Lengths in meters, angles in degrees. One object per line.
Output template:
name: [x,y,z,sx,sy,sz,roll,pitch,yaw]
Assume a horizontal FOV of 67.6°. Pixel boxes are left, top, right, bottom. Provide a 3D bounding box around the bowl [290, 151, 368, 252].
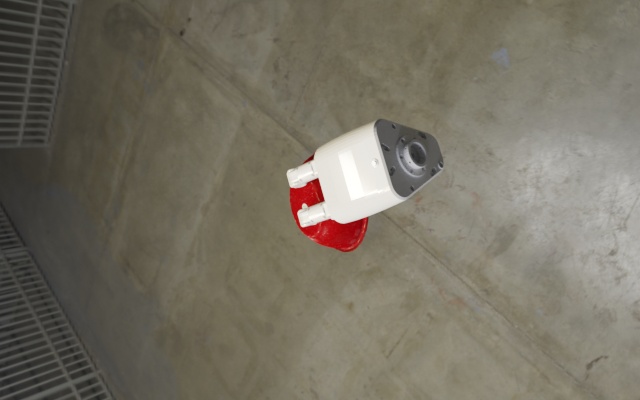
bowl: [-0.001,0.003,0.692,0.055,0.162,0.162,-13,6,-29]
